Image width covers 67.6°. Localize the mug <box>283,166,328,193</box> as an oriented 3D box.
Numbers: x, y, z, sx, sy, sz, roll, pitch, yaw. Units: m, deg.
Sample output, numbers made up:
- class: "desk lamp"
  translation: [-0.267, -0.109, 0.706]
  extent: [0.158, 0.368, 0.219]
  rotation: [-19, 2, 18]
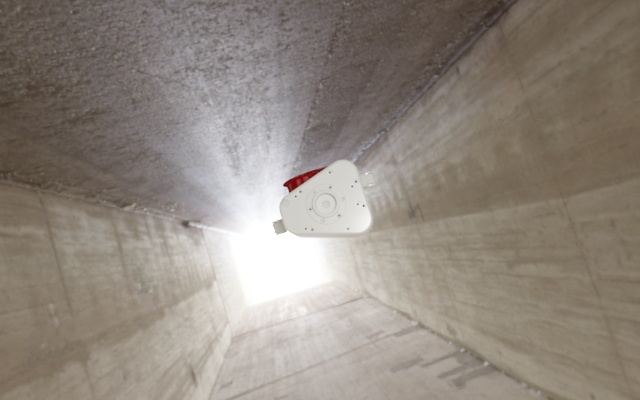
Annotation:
- class: "mug"
  translation: [0.000, 0.003, 0.725]
  extent: [0.093, 0.081, 0.117]
  rotation: [-18, -6, -1]
